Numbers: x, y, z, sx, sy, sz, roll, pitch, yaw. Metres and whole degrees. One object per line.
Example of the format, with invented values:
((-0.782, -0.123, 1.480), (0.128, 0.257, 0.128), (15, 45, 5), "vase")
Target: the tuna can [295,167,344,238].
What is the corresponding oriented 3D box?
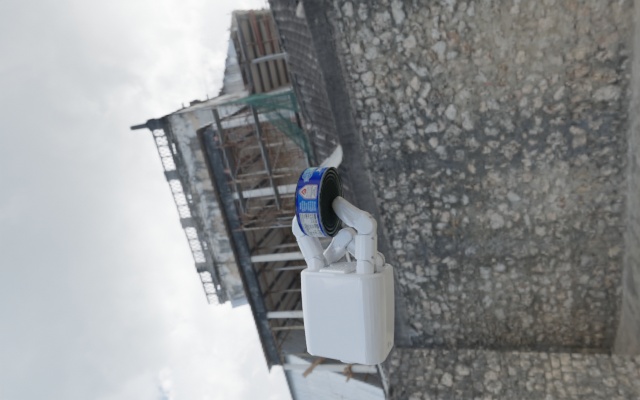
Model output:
((0.000, 0.002, 0.580), (0.034, 0.086, 0.086), (0, 0, 21), "tuna can")
